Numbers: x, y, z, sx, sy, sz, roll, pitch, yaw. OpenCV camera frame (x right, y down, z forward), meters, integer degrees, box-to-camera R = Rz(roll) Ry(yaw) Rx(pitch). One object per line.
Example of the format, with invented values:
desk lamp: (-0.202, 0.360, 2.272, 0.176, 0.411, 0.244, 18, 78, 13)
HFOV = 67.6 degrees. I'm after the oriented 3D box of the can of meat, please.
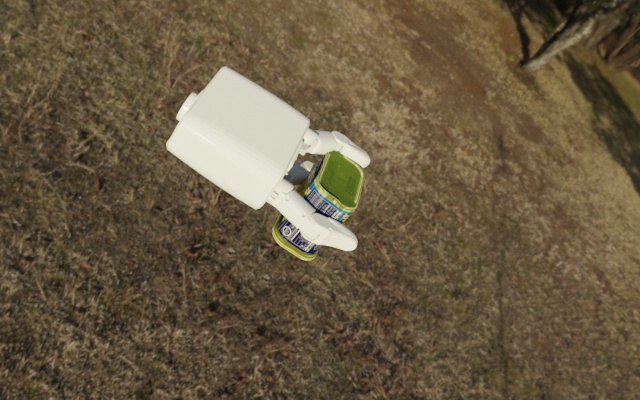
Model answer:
can of meat: (0.000, 0.002, 0.524, 0.057, 0.084, 0.102, 35, 31, -9)
